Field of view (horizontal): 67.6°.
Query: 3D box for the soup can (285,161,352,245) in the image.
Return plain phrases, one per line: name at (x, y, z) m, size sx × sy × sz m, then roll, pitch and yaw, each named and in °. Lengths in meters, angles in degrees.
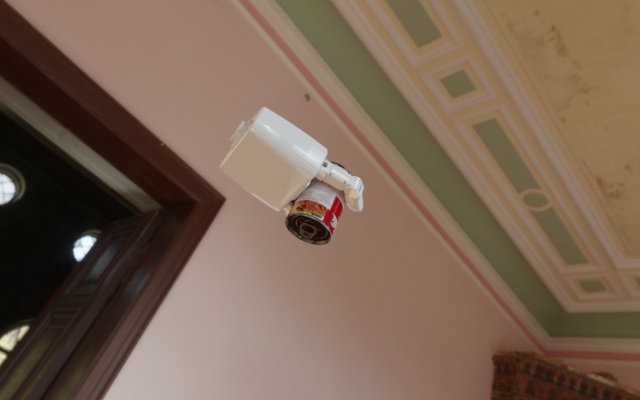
soup can at (0.001, 0.002, 0.675) m, size 0.068 × 0.102 × 0.069 m, roll 16°, pitch -35°, yaw 12°
